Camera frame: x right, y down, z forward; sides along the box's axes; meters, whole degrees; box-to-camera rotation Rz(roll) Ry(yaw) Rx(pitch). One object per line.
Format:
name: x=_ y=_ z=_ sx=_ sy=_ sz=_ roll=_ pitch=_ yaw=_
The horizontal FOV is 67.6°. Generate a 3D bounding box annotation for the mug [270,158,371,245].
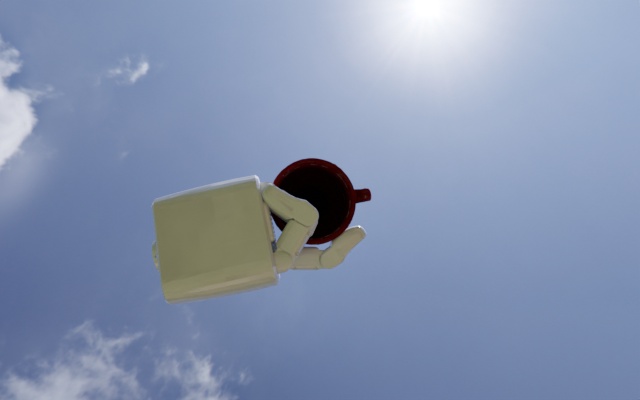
mug: x=0.001 y=0.001 z=0.548 sx=0.117 sy=0.093 sz=0.081 roll=-11 pitch=-4 yaw=-6
